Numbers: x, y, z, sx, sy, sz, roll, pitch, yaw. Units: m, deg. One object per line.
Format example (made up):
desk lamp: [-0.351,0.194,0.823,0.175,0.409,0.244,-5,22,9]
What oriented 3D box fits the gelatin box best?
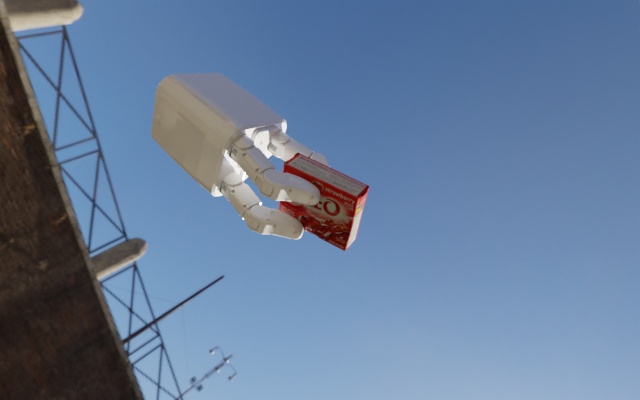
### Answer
gelatin box: [0.001,0.002,0.498,0.089,0.073,0.030,26,41,18]
